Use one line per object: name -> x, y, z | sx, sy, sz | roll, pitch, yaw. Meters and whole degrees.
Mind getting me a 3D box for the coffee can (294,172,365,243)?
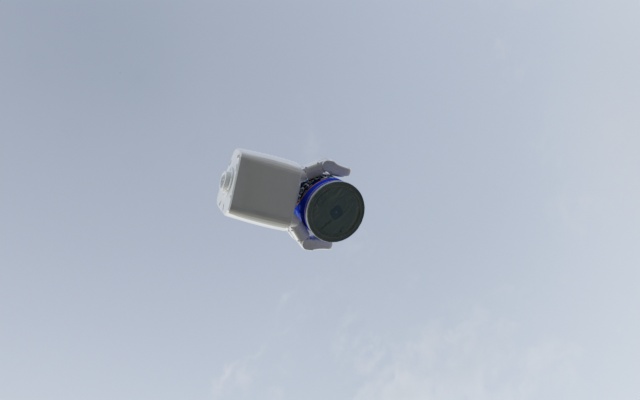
coffee can -> 0.000, 0.003, 0.831 | 0.103, 0.103, 0.140 | 0, 14, -23
